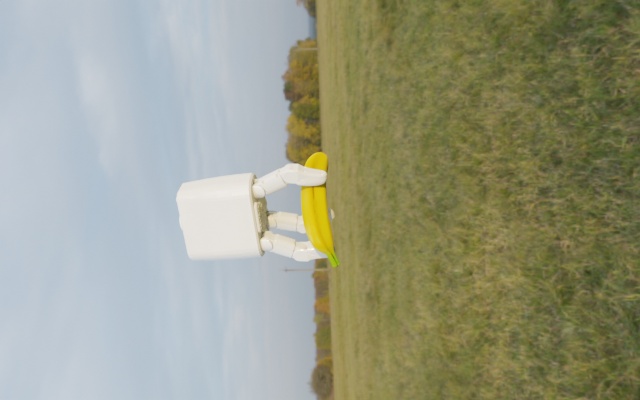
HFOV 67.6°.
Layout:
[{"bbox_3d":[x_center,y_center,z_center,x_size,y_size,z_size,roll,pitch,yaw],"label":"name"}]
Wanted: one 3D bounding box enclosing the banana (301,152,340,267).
[{"bbox_3d":[-0.005,-0.005,0.680,0.037,0.197,0.070,-12,-35,11],"label":"banana"}]
